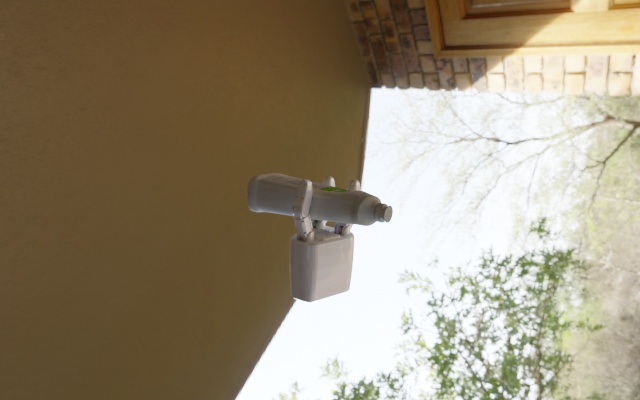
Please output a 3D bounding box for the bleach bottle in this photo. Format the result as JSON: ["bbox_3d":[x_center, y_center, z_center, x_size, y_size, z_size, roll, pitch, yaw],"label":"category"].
[{"bbox_3d":[0.000,0.003,0.808,0.251,0.068,0.102,11,15,34],"label":"bleach bottle"}]
